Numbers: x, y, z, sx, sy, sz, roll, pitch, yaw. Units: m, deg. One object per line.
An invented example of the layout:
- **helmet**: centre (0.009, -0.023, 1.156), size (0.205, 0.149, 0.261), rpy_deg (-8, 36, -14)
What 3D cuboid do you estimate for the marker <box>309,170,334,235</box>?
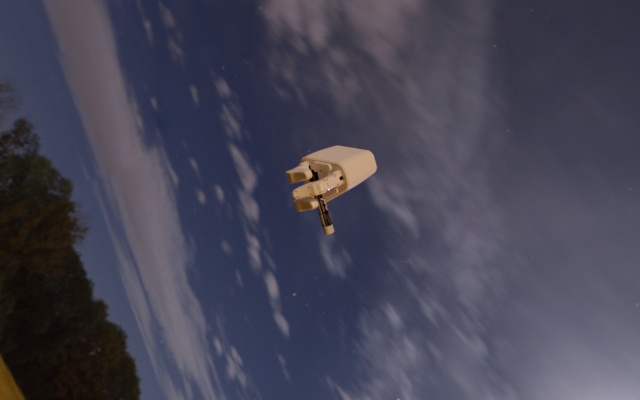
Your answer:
- **marker**: centre (0.000, 0.003, 0.864), size (0.020, 0.121, 0.020), rpy_deg (-15, 12, 3)
